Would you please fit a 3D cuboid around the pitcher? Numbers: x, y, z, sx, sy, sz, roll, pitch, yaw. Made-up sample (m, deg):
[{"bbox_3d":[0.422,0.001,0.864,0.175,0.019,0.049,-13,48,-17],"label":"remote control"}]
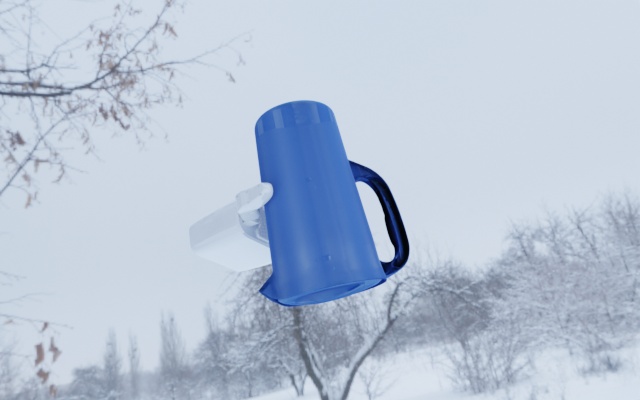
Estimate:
[{"bbox_3d":[0.000,0.002,0.597,0.145,0.242,0.149,-25,-21,35],"label":"pitcher"}]
